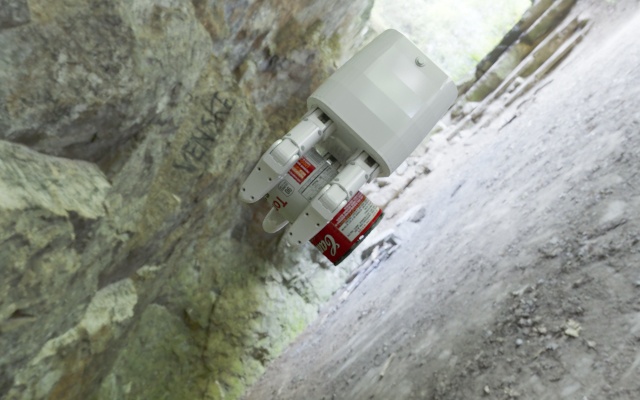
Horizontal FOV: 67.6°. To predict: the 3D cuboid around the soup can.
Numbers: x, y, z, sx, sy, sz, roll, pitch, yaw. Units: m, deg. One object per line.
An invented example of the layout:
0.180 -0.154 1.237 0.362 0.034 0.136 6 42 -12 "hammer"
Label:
-0.001 0.002 0.441 0.102 0.068 0.068 44 2 2 "soup can"
